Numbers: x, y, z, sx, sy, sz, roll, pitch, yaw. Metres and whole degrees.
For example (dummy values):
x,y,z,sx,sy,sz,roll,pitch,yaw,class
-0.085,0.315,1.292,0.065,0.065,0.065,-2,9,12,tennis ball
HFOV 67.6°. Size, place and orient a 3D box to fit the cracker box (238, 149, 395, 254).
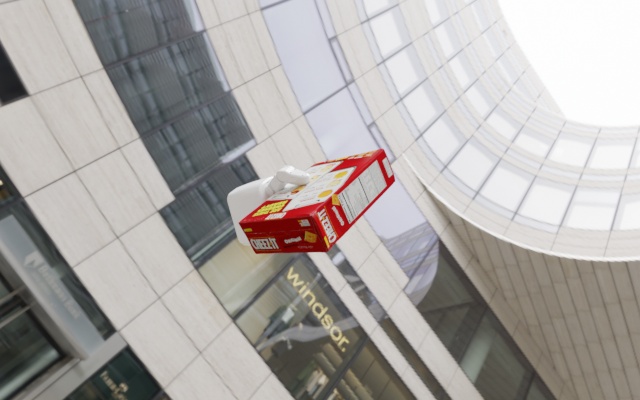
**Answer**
x,y,z,sx,sy,sz,roll,pitch,yaw,class
0.000,0.002,0.775,0.164,0.072,0.213,-8,25,43,cracker box
